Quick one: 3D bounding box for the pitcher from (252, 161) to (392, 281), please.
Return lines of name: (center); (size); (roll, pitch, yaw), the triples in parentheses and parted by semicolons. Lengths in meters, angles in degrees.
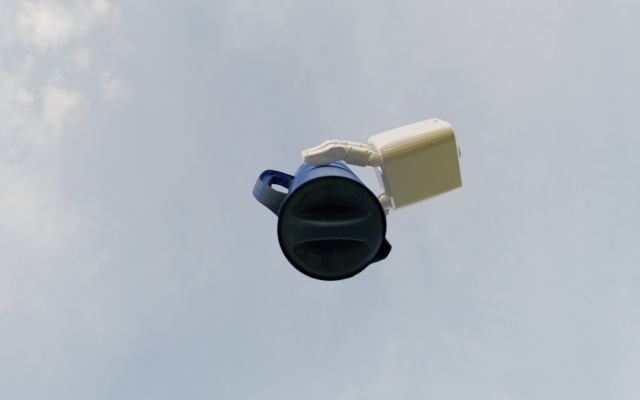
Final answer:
pitcher: (0.000, 0.002, 0.680); (0.145, 0.149, 0.242); (-20, 14, 2)
